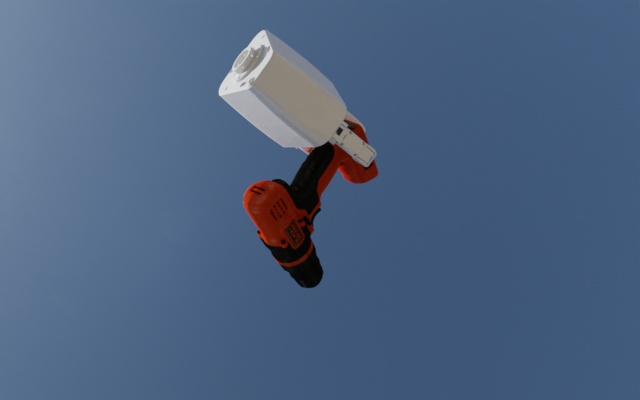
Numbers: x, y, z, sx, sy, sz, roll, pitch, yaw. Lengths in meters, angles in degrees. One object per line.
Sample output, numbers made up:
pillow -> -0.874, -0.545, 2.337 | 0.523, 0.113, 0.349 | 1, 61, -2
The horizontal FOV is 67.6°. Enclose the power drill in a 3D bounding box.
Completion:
power drill -> 0.000, 0.001, 0.612 | 0.057, 0.187, 0.185 | 18, -31, 35
